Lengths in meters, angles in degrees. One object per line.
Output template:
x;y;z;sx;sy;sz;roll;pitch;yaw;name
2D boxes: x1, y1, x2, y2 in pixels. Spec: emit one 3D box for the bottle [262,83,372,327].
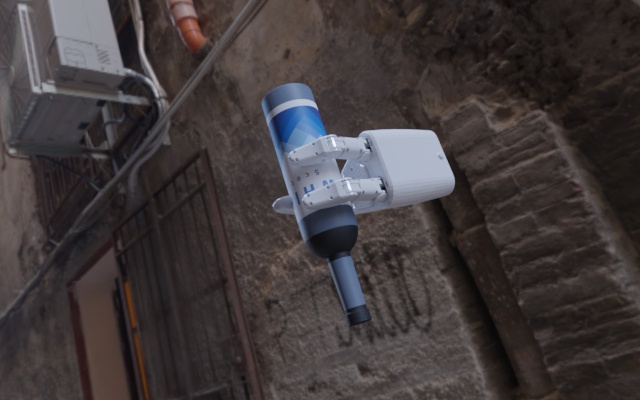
0.000;0.002;0.569;0.069;0.295;0.069;-16;-18;-5;bottle
